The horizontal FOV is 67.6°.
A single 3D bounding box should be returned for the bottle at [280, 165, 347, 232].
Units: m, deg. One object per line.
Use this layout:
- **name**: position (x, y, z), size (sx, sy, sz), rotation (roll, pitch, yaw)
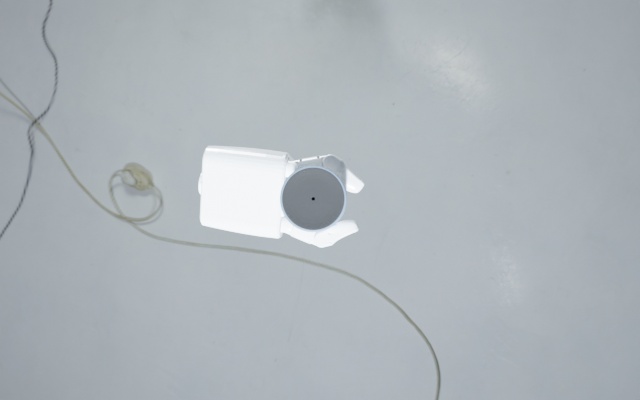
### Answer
- **bottle**: position (0.000, 0.002, 0.616), size (0.069, 0.069, 0.296), rotation (0, -1, 3)
